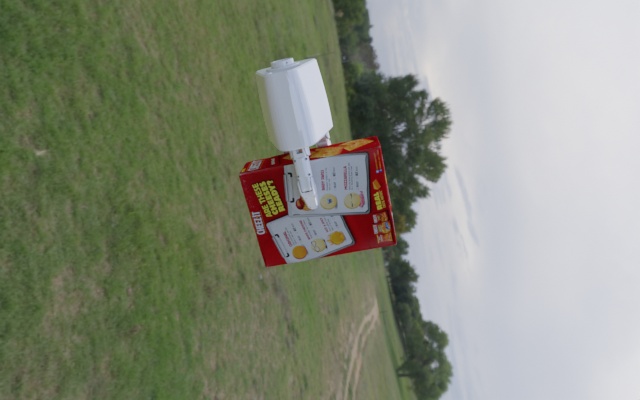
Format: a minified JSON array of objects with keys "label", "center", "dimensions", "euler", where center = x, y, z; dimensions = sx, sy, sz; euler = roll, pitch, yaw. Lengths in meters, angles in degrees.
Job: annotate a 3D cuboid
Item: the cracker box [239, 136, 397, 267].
[{"label":"cracker box","center":[0.000,0.002,0.750],"dimensions":[0.214,0.164,0.072],"euler":[-11,21,6]}]
